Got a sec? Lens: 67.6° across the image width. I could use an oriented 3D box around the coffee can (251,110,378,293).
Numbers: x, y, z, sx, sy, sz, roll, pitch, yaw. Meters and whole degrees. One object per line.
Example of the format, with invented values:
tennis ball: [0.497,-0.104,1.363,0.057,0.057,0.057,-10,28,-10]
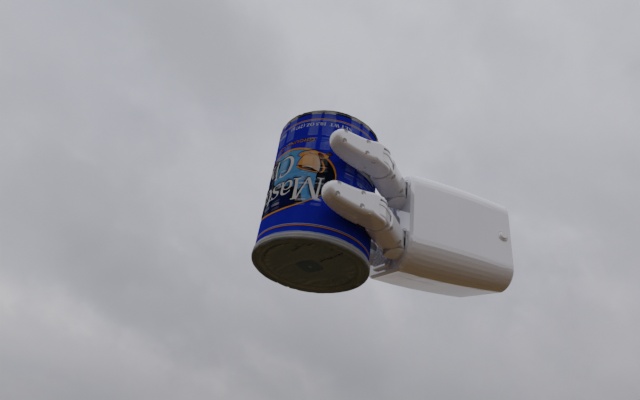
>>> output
coffee can: [0.000,0.002,0.448,0.103,0.140,0.103,6,-34,4]
